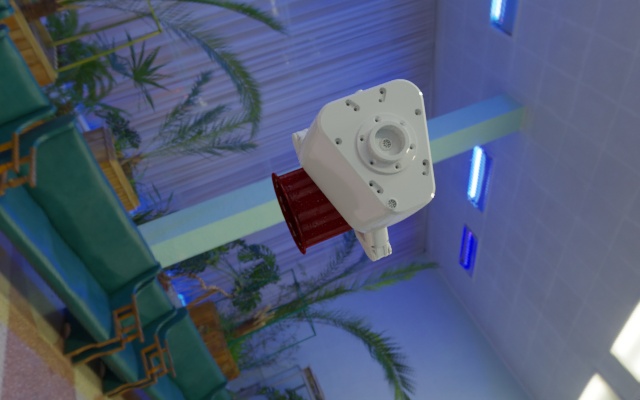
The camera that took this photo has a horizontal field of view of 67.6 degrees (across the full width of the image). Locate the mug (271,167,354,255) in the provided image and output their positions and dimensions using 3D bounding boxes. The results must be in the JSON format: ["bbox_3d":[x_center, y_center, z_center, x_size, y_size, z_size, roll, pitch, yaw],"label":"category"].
[{"bbox_3d":[0.000,0.002,0.526,0.081,0.093,0.117,-21,-4,-11],"label":"mug"}]
